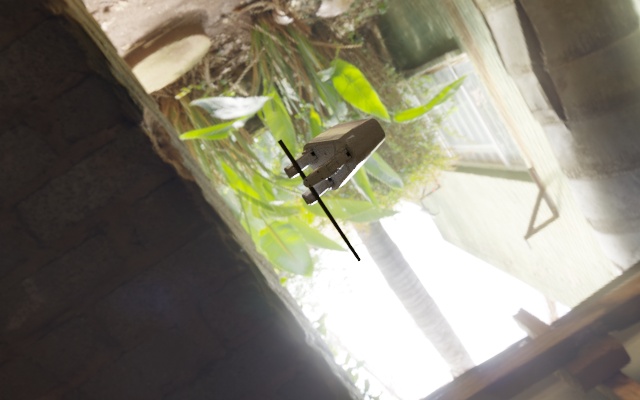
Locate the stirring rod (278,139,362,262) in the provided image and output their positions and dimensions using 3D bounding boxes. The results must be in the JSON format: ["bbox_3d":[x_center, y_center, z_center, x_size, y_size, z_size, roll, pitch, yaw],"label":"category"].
[{"bbox_3d":[0.000,0.002,0.782,0.011,0.239,0.011,-33,9,6],"label":"stirring rod"}]
